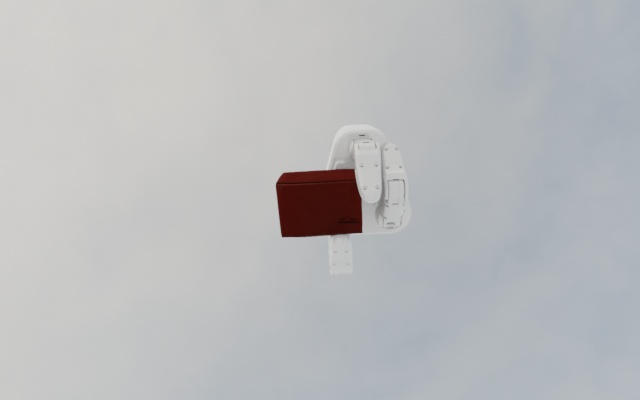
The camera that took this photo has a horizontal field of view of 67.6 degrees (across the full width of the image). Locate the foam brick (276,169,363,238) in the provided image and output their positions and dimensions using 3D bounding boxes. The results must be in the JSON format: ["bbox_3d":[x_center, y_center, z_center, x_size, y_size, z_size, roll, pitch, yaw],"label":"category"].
[{"bbox_3d":[0.000,0.001,0.454,0.078,0.053,0.051,-3,16,1],"label":"foam brick"}]
